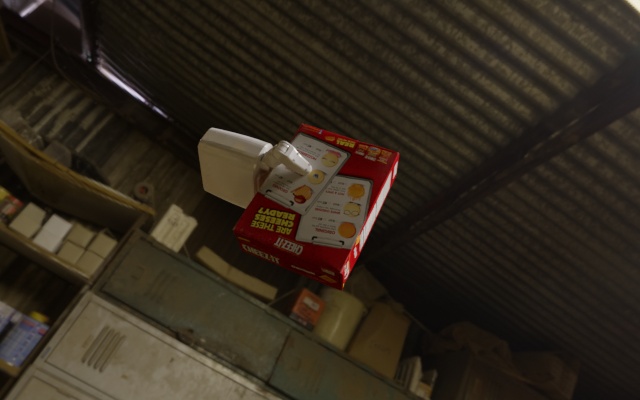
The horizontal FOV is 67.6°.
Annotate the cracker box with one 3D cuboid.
[{"bbox_3d":[0.000,0.002,0.698,0.164,0.213,0.072,19,-30,17],"label":"cracker box"}]
